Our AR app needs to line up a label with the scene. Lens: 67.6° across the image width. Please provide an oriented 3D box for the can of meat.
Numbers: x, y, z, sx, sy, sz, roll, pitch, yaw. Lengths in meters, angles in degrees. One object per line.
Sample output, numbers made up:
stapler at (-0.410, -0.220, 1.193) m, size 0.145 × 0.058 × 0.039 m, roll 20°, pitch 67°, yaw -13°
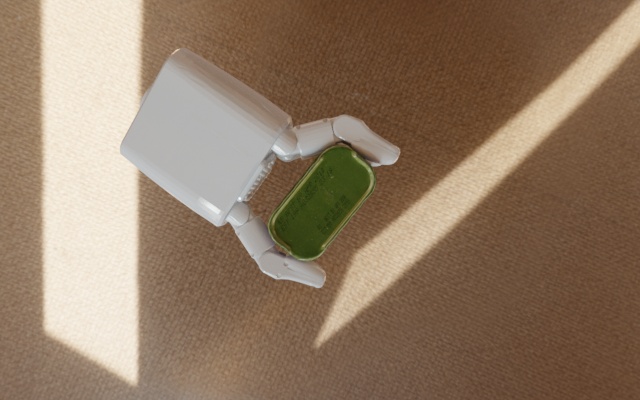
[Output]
can of meat at (0.000, 0.001, 0.415) m, size 0.057 × 0.102 × 0.084 m, roll 39°, pitch -1°, yaw -2°
